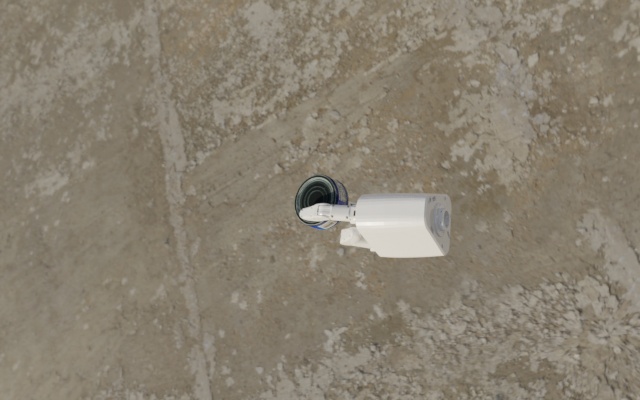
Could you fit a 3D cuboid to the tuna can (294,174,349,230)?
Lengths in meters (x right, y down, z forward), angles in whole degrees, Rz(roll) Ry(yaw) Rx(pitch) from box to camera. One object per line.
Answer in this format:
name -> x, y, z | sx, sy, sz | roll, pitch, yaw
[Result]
tuna can -> 0.000, 0.002, 0.761 | 0.086, 0.086, 0.034 | 0, -13, 37
